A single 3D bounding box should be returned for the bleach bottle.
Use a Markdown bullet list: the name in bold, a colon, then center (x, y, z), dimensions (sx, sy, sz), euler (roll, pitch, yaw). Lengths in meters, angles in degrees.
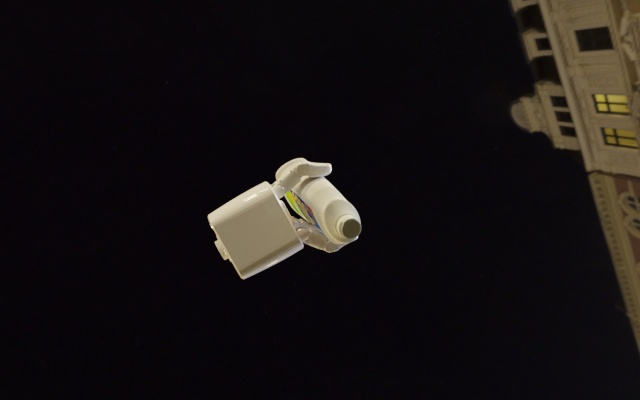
- **bleach bottle**: center (0.000, 0.003, 0.751), dimensions (0.068, 0.103, 0.250), euler (-31, 20, -9)
